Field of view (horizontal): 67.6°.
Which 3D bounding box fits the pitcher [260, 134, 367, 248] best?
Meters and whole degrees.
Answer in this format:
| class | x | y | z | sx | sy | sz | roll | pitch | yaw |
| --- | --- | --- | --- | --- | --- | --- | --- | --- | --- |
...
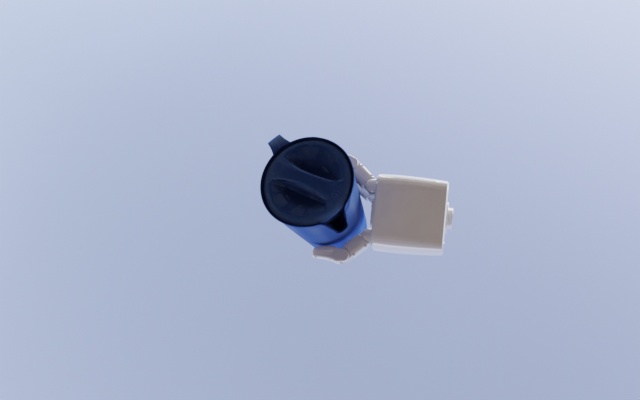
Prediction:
| class | x | y | z | sx | sy | sz | roll | pitch | yaw |
| --- | --- | --- | --- | --- | --- | --- | --- | --- | --- |
| pitcher | 0.000 | 0.003 | 0.758 | 0.145 | 0.149 | 0.243 | 4 | -18 | 14 |
